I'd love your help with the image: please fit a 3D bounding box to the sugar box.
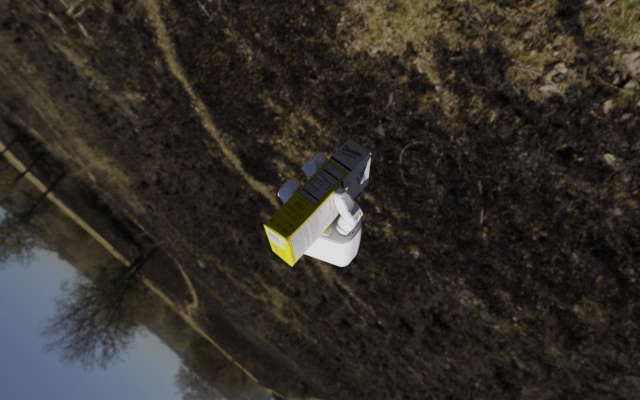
[{"bbox_3d":[0.000,0.002,0.673,0.048,0.176,0.093,34,-22,18],"label":"sugar box"}]
